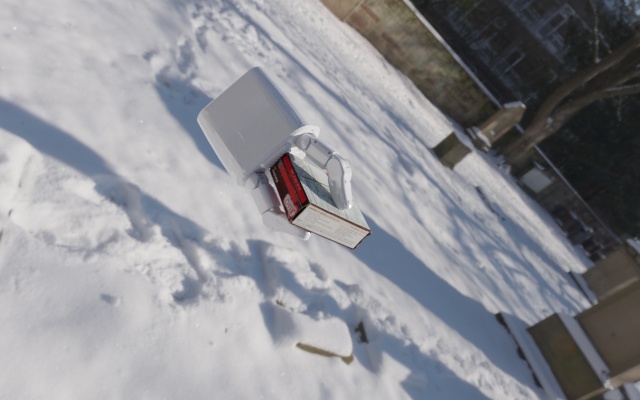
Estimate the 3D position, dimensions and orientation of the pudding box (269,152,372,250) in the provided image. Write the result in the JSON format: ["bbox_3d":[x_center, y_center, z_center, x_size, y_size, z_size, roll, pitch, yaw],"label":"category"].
[{"bbox_3d":[0.000,0.002,0.564,0.113,0.090,0.039,24,-59,-40],"label":"pudding box"}]
